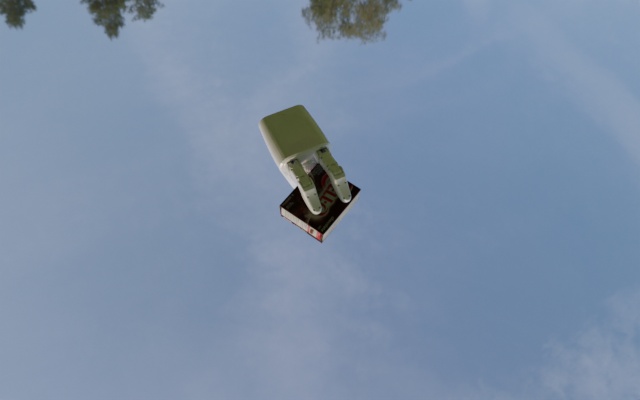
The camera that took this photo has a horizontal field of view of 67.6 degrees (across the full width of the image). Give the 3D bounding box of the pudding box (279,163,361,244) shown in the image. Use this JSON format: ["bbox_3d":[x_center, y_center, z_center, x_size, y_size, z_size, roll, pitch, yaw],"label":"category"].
[{"bbox_3d":[0.000,0.003,0.801,0.090,0.113,0.039,32,-25,16],"label":"pudding box"}]
